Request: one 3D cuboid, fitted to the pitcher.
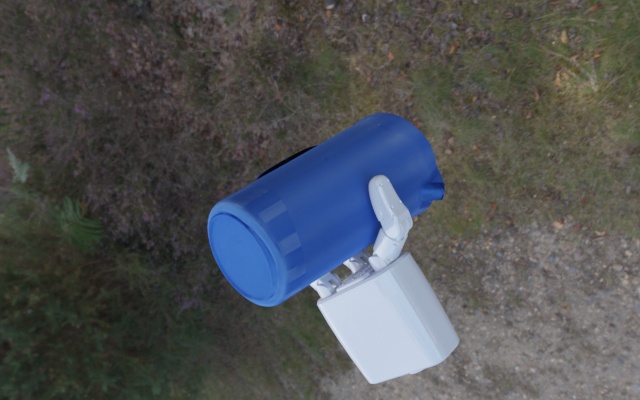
[{"bbox_3d":[0.000,0.002,0.508,0.242,0.145,0.149,-30,-4,-39],"label":"pitcher"}]
